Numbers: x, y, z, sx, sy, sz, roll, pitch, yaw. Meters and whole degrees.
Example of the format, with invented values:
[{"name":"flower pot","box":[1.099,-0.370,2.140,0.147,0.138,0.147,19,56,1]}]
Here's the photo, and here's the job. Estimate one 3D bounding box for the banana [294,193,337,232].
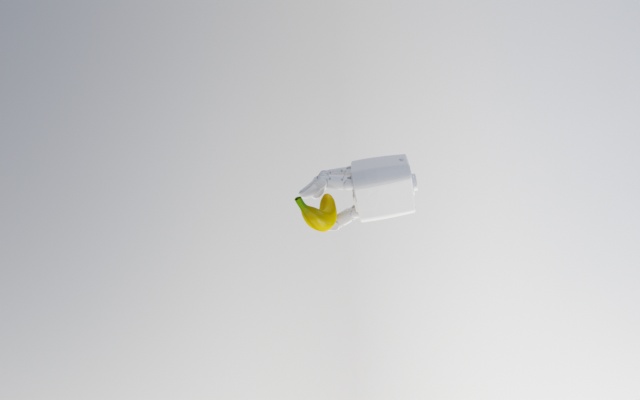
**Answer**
[{"name":"banana","box":[0.004,0.021,0.862,0.037,0.069,0.198,-15,-2,13]}]
